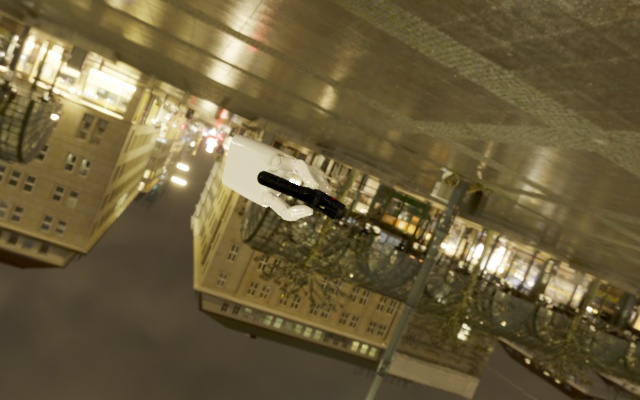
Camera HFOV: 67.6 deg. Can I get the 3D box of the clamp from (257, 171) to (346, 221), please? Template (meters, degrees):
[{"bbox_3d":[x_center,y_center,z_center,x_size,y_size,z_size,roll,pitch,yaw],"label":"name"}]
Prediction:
[{"bbox_3d":[0.000,0.004,0.860,0.164,0.036,0.210,27,4,26],"label":"clamp"}]
